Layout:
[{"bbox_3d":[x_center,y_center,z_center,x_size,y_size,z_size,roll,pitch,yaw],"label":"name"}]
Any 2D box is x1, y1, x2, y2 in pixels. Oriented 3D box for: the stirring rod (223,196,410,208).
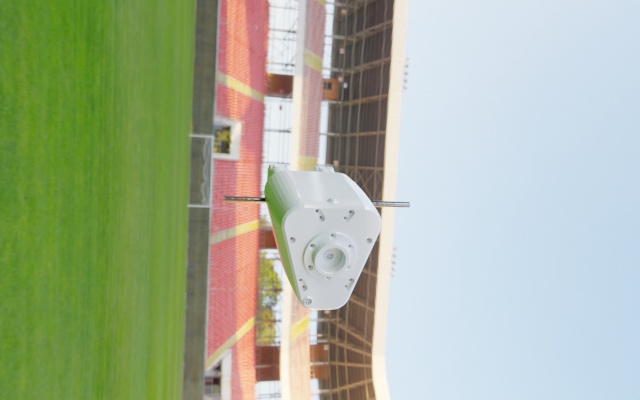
[{"bbox_3d":[0.000,0.002,0.603,0.239,0.011,0.011,2,-1,-14],"label":"stirring rod"}]
